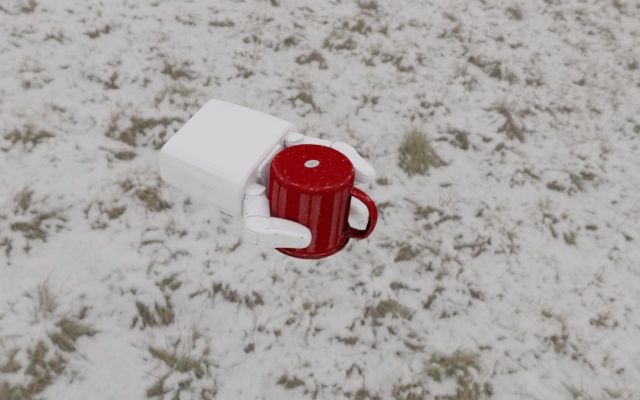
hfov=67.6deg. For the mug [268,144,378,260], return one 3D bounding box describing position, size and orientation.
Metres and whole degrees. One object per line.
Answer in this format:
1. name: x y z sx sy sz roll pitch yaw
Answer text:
1. mug: 0.001 0.002 0.469 0.117 0.082 0.093 21 40 18
